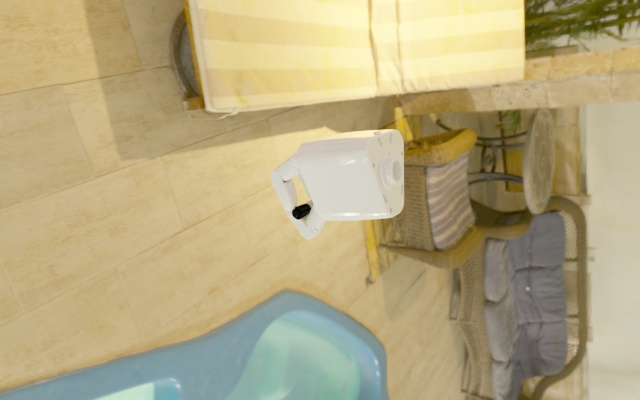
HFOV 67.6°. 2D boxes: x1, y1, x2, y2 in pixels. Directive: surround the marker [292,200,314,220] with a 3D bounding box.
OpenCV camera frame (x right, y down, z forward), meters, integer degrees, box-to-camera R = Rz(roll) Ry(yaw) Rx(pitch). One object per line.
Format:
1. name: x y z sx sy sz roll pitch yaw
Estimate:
1. marker: 0.000 0.002 0.695 0.020 0.020 0.121 0 16 38
